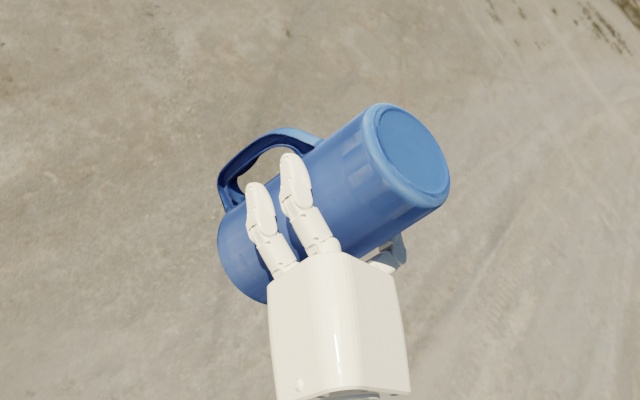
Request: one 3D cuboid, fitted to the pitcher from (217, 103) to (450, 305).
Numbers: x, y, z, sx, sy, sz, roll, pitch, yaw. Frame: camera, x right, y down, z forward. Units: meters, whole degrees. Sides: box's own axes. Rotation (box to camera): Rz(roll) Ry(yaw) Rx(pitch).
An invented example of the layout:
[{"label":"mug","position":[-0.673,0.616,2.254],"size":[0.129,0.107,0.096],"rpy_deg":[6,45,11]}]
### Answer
[{"label":"pitcher","position":[0.000,0.002,0.490],"size":[0.149,0.145,0.243],"rpy_deg":[18,-38,-35]}]
